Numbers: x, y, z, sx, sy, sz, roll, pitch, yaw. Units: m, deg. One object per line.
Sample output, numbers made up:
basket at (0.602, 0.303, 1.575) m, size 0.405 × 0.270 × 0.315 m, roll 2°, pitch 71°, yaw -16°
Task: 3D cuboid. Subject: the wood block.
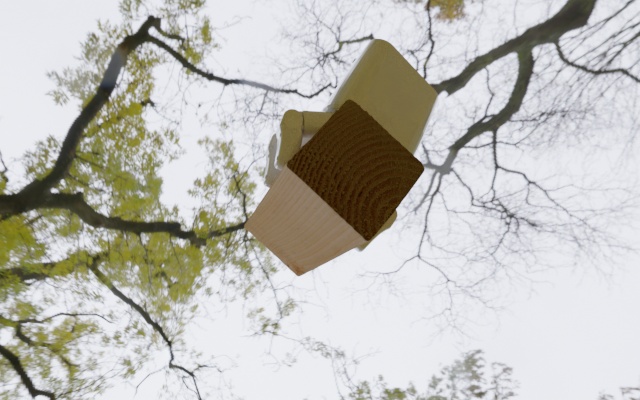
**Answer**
wood block at (0.001, 0.002, 0.476) m, size 0.091 × 0.090 × 0.206 m, roll 42°, pitch -24°, yaw -2°
